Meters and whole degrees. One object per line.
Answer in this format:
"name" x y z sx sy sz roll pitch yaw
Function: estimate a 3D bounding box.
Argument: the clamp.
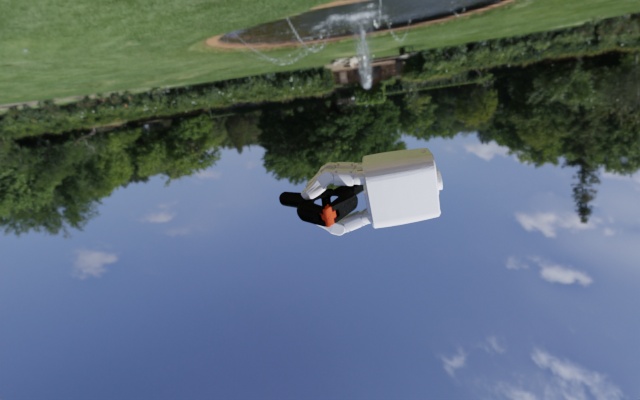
"clamp" 0.000 0.003 0.763 0.164 0.036 0.210 -12 13 8
